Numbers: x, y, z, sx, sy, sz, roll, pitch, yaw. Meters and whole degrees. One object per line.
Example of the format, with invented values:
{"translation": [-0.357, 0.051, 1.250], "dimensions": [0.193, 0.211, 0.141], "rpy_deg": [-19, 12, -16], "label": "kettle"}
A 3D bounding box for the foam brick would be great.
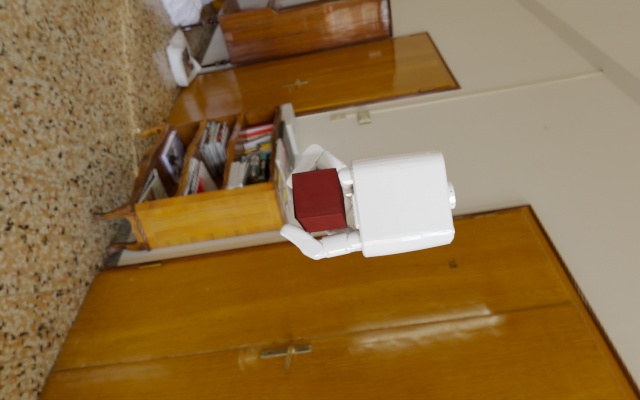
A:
{"translation": [0.000, 0.002, 0.543], "dimensions": [0.051, 0.053, 0.078], "rpy_deg": [-7, -16, 6], "label": "foam brick"}
